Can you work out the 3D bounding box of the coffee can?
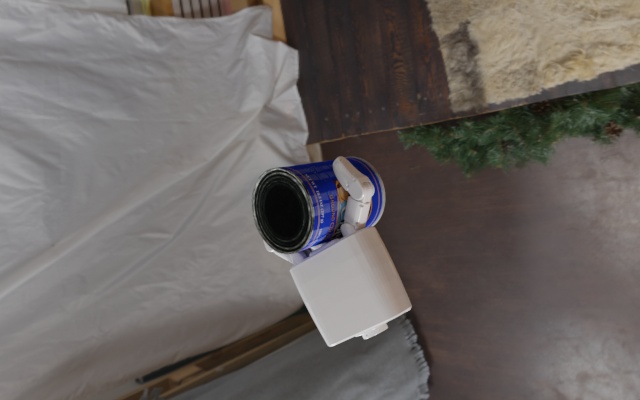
[{"bbox_3d":[0.000,0.002,0.600,0.103,0.103,0.140,0,9,42],"label":"coffee can"}]
